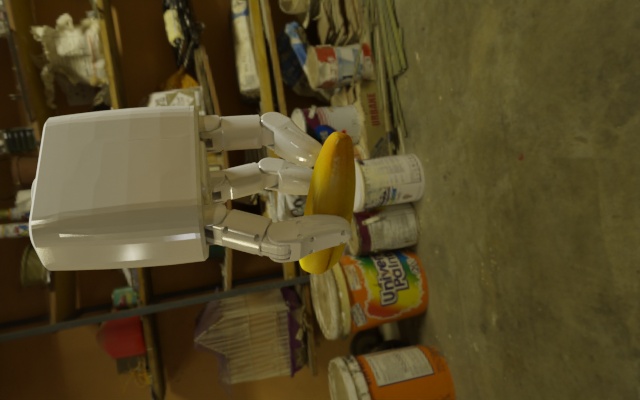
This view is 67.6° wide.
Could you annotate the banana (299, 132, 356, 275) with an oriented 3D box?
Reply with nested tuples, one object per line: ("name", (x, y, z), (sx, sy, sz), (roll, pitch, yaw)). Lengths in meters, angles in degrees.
("banana", (0.001, 0.020, 0.397), (0.037, 0.069, 0.198), (-2, -22, -7))
